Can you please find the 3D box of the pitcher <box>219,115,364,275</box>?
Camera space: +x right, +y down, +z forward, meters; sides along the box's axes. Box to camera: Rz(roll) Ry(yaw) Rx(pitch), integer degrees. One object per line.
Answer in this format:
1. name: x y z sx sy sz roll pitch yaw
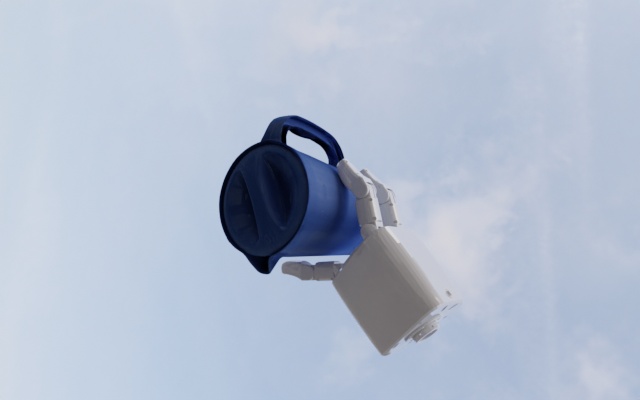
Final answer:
1. pitcher: 0.000 0.002 0.623 0.243 0.149 0.145 12 35 -54
